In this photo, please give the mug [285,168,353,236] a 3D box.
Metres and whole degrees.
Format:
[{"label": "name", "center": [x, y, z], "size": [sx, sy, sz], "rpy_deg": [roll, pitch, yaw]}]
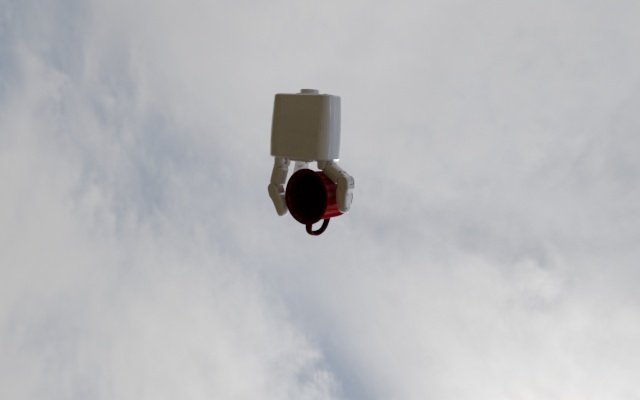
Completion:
[{"label": "mug", "center": [0.000, 0.004, 0.810], "size": [0.093, 0.117, 0.081], "rpy_deg": [12, 12, 38]}]
